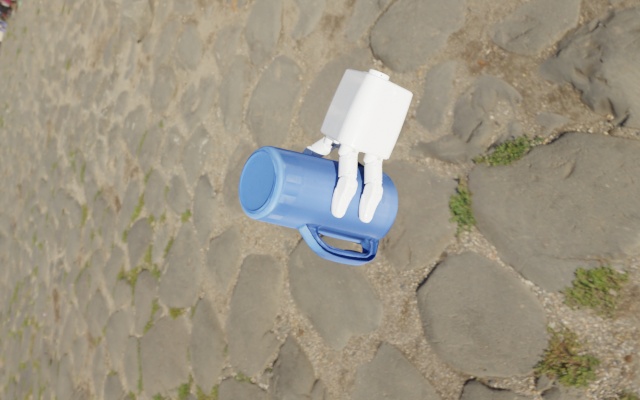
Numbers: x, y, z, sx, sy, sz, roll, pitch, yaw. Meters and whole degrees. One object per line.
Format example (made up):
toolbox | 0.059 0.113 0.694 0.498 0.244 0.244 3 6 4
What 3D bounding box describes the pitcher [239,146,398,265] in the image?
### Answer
pitcher | 0.000 0.002 0.749 0.243 0.145 0.149 12 17 -41
